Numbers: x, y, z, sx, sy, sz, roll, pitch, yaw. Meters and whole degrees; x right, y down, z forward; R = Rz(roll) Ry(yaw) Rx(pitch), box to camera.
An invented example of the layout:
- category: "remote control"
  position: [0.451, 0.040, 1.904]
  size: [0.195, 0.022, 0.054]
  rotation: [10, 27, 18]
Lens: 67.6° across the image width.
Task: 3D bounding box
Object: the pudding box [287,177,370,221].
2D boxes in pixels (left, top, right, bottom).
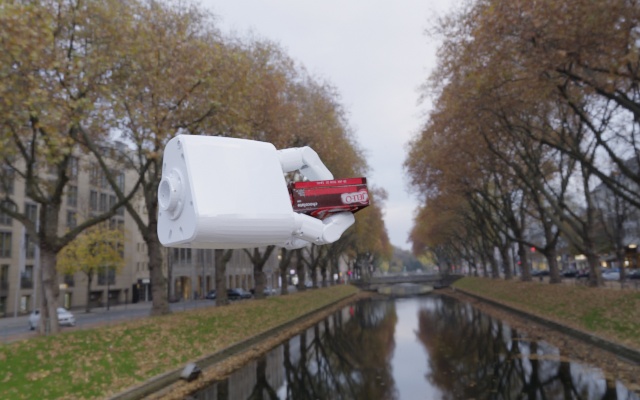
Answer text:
- category: "pudding box"
  position: [0.000, 0.002, 0.576]
  size: [0.090, 0.039, 0.113]
  rotation: [-4, -7, -13]
